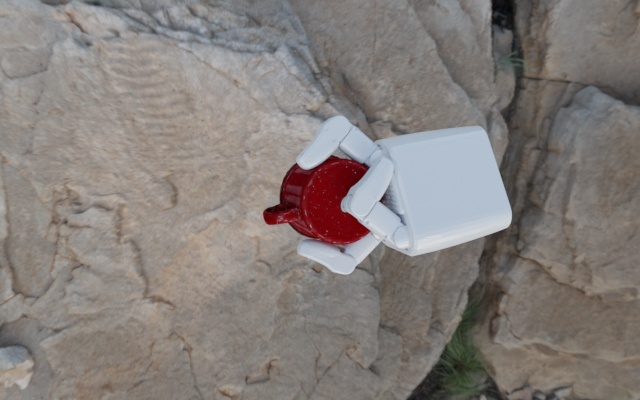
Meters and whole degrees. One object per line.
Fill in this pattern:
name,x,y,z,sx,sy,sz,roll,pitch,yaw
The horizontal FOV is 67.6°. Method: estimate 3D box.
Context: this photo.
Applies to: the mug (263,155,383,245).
mug,-0.001,0.002,0.475,0.117,0.093,0.081,-13,8,-14
